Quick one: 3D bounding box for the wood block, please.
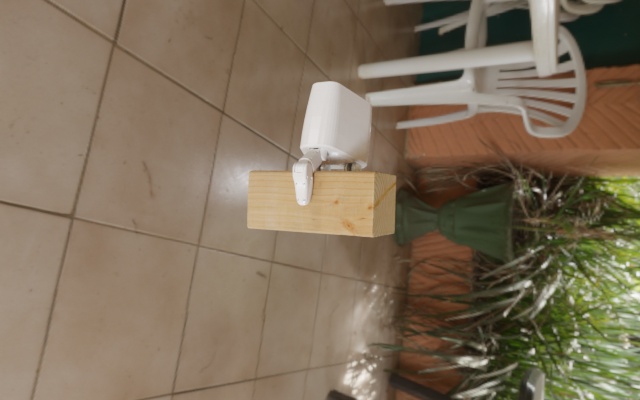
[{"bbox_3d":[0.000,0.002,0.720,0.206,0.090,0.091,2,0,27],"label":"wood block"}]
